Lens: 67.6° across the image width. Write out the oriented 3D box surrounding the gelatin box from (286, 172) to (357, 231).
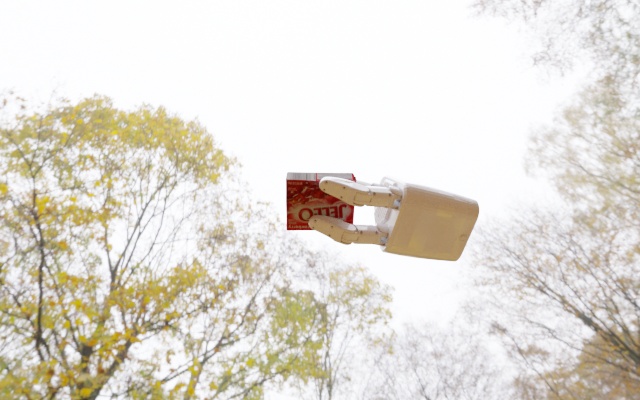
[{"bbox_3d":[0.000,0.002,0.615,0.089,0.073,0.030,1,27,-1],"label":"gelatin box"}]
